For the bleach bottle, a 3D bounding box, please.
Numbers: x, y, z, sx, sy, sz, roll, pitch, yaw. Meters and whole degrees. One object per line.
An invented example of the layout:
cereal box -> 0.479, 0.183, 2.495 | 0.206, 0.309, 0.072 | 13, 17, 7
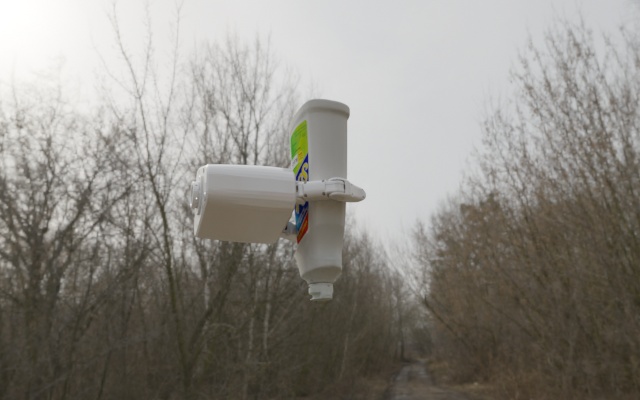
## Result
bleach bottle -> 0.000, 0.002, 0.626 | 0.068, 0.250, 0.102 | 5, -18, -22
